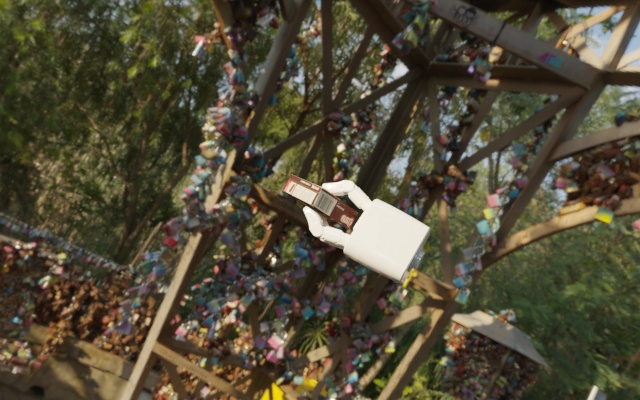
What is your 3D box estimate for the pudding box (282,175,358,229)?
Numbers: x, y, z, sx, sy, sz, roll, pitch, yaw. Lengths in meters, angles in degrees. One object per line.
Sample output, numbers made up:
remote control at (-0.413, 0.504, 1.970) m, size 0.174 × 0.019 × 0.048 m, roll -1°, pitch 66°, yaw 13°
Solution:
pudding box at (0.000, 0.003, 0.855) m, size 0.090 × 0.039 × 0.113 m, roll 25°, pitch -8°, yaw 46°
